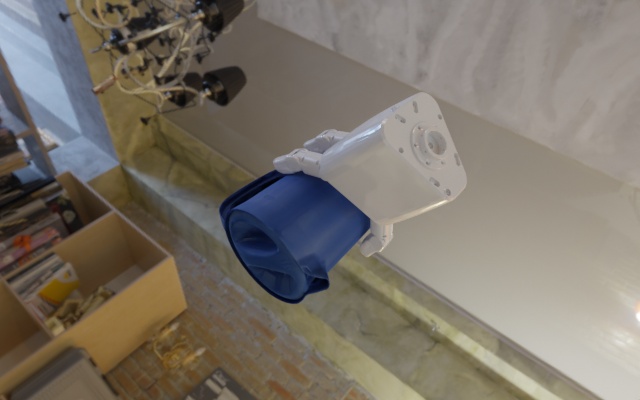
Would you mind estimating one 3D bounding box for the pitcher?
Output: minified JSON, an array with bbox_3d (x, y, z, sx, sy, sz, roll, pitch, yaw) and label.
[{"bbox_3d":[0.000,0.002,0.615,0.242,0.149,0.145,-39,6,-33],"label":"pitcher"}]
